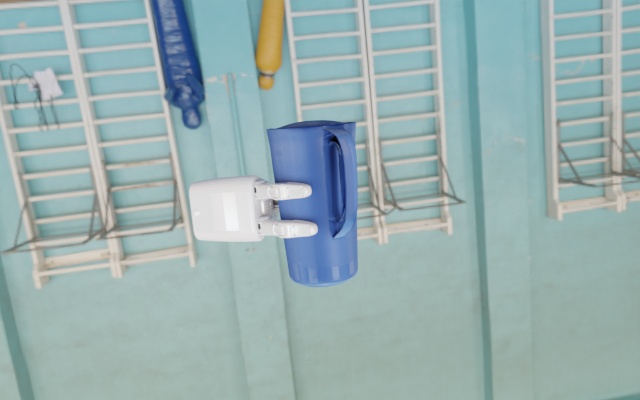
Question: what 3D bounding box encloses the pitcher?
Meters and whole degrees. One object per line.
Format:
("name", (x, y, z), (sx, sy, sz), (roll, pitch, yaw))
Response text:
("pitcher", (0.000, 0.002, 0.716), (0.145, 0.243, 0.149), (-2, 10, 16))
